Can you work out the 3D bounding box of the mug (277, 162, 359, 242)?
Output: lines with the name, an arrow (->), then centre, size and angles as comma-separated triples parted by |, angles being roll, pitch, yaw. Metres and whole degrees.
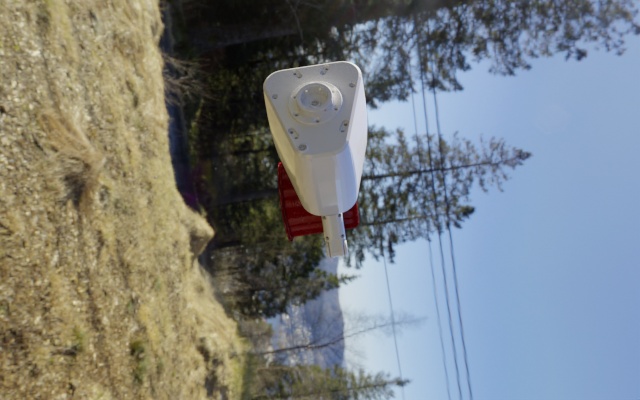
mug -> 0.000, 0.003, 0.562 | 0.081, 0.093, 0.117 | -8, -28, 2
